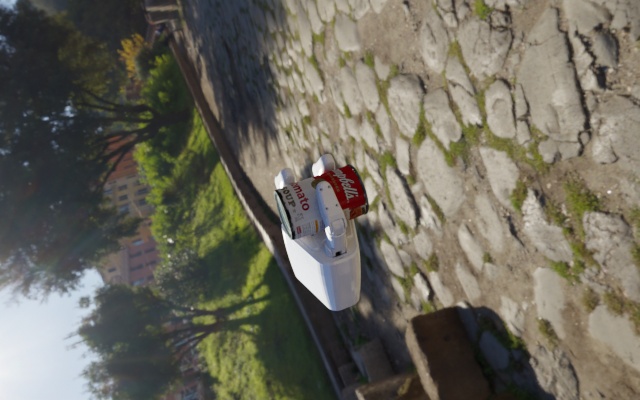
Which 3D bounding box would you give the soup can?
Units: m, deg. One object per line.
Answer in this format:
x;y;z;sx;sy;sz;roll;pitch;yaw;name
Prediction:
0.000;0.002;0.597;0.102;0.068;0.068;-19;4;-12;soup can
